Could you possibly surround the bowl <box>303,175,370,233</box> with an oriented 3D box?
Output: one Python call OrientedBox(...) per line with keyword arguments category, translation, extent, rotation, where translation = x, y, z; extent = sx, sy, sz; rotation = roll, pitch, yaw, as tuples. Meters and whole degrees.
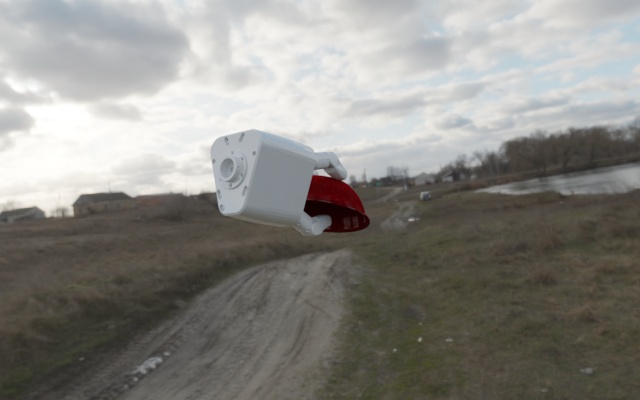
OrientedBox(category="bowl", translation=(0.001, 0.003, 0.753), extent=(0.162, 0.055, 0.162), rotation=(7, -19, 3))
